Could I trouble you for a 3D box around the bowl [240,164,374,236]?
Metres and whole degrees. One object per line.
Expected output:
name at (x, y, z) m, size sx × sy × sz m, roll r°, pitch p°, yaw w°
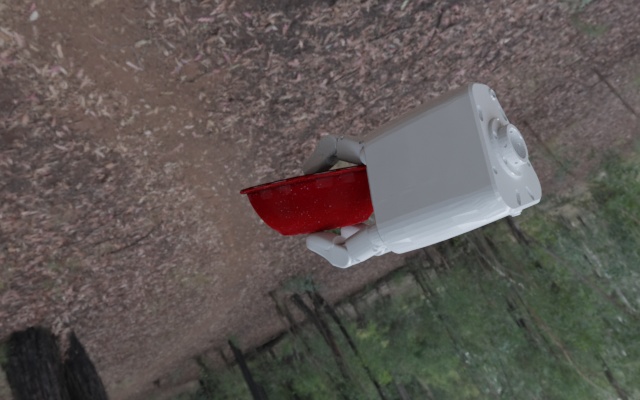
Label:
bowl at (-0.001, 0.002, 0.501) m, size 0.162 × 0.055 × 0.162 m, roll -10°, pitch 0°, yaw 0°
